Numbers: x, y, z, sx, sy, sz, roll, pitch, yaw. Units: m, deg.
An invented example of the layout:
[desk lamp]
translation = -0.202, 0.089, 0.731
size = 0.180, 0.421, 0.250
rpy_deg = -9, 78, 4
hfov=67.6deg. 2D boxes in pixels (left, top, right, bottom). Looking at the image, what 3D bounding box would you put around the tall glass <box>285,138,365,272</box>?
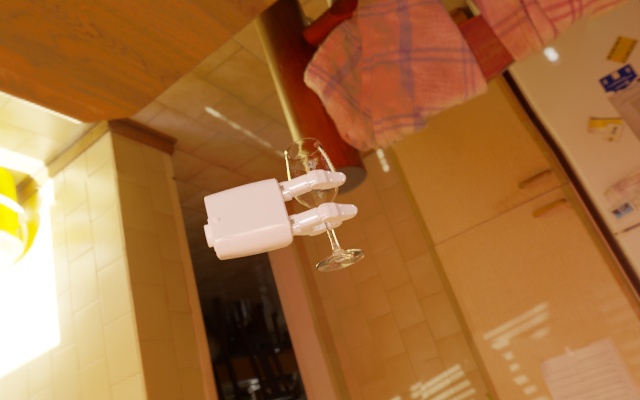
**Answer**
[tall glass]
translation = 0.000, 0.003, 0.735
size = 0.079, 0.201, 0.079
rpy_deg = -15, -24, -7
